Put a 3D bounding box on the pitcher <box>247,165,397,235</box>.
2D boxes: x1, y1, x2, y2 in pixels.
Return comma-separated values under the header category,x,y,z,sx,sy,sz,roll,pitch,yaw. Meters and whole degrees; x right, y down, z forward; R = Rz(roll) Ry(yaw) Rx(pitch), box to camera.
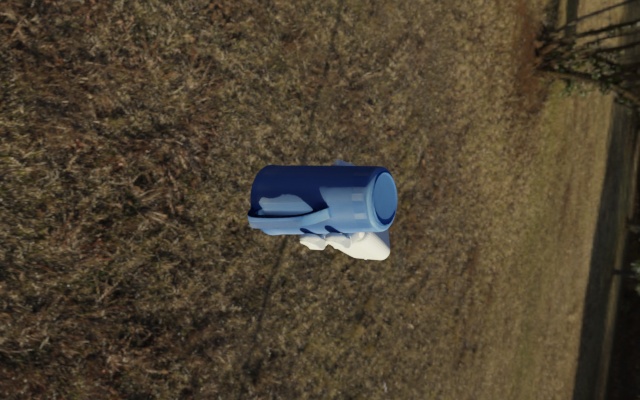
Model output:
category,x,y,z,sx,sy,sz,roll,pitch,yaw
pitcher,0.000,0.003,0.835,0.243,0.149,0.145,-1,-25,34
